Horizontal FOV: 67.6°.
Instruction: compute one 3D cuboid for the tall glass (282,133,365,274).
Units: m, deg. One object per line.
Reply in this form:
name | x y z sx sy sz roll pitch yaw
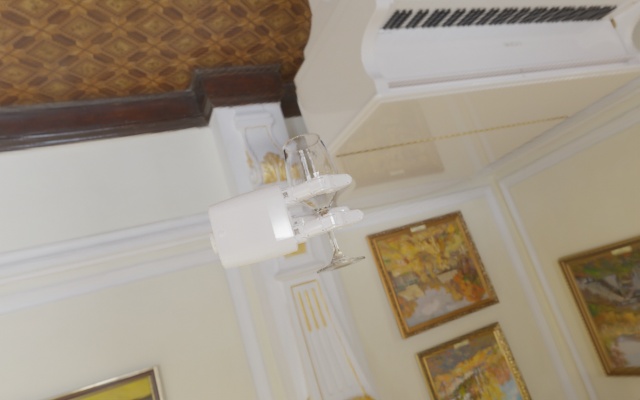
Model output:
tall glass | 0.000 0.003 0.715 0.079 0.201 0.079 -17 -13 -4
